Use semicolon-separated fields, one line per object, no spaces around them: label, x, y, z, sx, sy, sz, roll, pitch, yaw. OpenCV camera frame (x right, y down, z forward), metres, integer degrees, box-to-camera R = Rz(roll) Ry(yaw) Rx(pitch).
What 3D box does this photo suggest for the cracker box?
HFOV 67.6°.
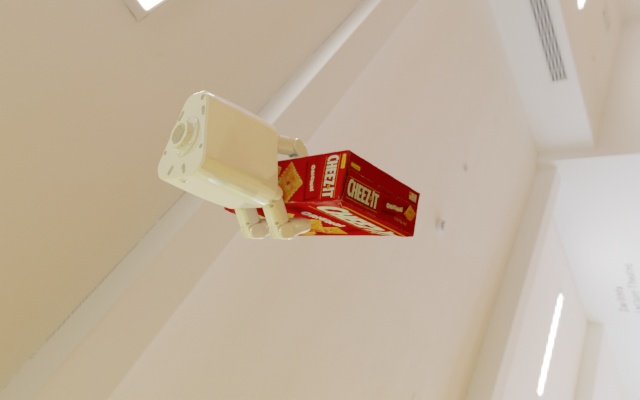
cracker box;0.000;0.002;0.656;0.213;0.072;0.164;-3;-19;42
